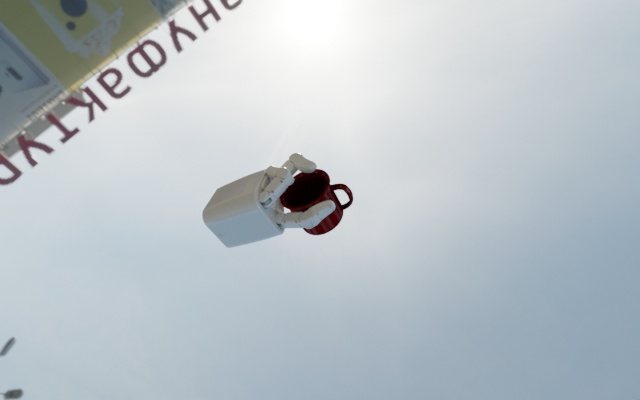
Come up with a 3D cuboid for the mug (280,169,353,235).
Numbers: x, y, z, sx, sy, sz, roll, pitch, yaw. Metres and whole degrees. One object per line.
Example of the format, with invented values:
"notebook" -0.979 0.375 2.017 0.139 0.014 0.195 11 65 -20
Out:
"mug" 0.002 0.002 0.820 0.117 0.093 0.081 -17 -48 17
